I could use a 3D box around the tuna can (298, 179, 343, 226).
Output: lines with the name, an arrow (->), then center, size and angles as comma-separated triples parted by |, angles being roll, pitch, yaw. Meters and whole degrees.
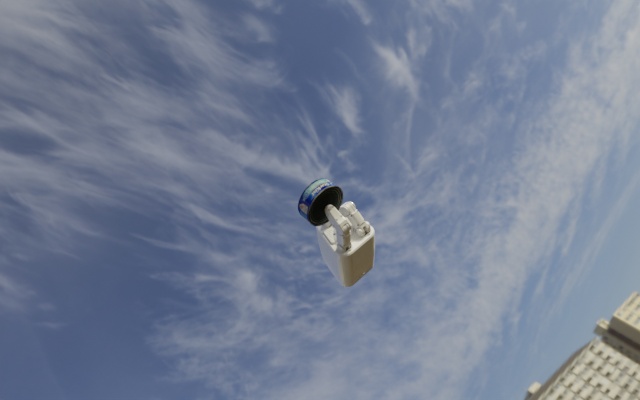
tuna can -> 0.000, 0.003, 0.883 | 0.033, 0.086, 0.086 | 37, 23, 34
